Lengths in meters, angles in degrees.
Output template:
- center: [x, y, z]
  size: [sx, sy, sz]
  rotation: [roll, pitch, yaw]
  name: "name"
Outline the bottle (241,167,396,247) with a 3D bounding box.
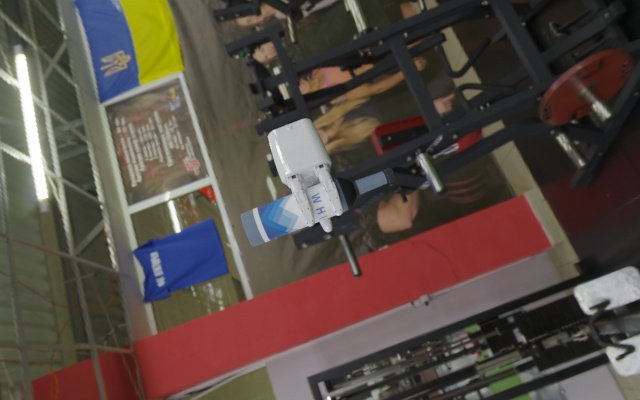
- center: [0.000, 0.003, 0.899]
  size: [0.296, 0.069, 0.069]
  rotation: [-21, 0, -1]
  name: "bottle"
